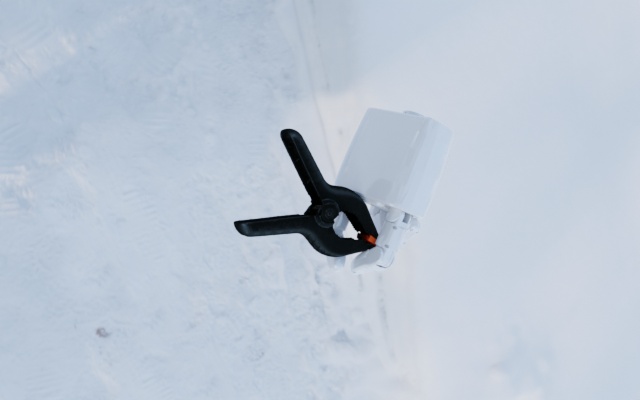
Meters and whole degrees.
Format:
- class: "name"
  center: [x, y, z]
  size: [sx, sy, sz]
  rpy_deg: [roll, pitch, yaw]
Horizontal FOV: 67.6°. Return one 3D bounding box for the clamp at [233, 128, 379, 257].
- class: "clamp"
  center: [0.000, 0.002, 0.519]
  size: [0.171, 0.120, 0.039]
  rpy_deg: [22, -1, -32]
